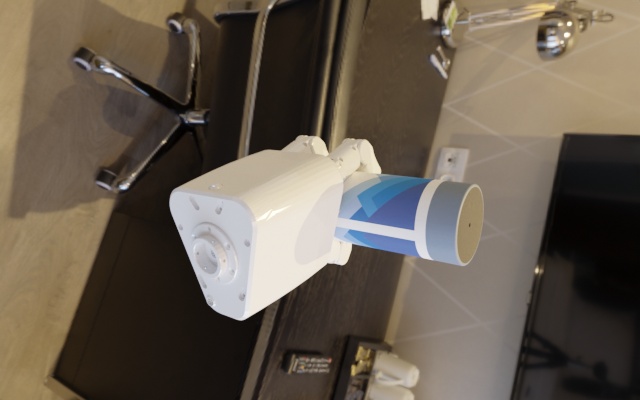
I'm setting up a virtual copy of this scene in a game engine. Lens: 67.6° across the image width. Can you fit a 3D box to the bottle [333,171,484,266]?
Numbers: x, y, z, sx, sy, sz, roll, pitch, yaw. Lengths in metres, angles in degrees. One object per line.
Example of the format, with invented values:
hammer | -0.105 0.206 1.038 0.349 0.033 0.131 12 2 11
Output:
bottle | 0.000 0.002 0.464 0.295 0.069 0.069 9 5 35
